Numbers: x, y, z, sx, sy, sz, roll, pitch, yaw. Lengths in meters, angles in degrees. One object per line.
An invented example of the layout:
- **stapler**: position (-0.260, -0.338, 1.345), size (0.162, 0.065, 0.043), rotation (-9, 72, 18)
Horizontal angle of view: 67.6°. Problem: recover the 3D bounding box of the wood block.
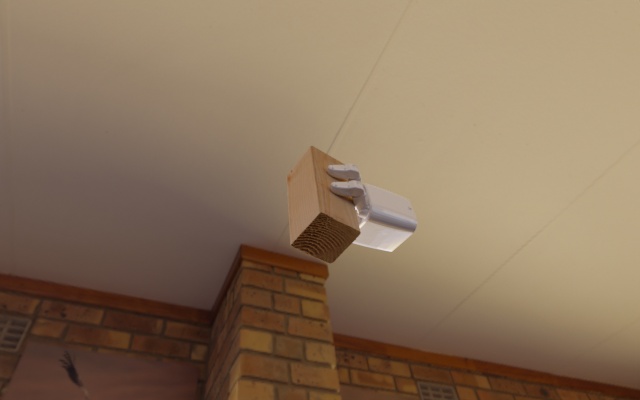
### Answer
- **wood block**: position (0.000, 0.003, 0.886), size (0.090, 0.091, 0.206), rotation (27, 30, -24)
